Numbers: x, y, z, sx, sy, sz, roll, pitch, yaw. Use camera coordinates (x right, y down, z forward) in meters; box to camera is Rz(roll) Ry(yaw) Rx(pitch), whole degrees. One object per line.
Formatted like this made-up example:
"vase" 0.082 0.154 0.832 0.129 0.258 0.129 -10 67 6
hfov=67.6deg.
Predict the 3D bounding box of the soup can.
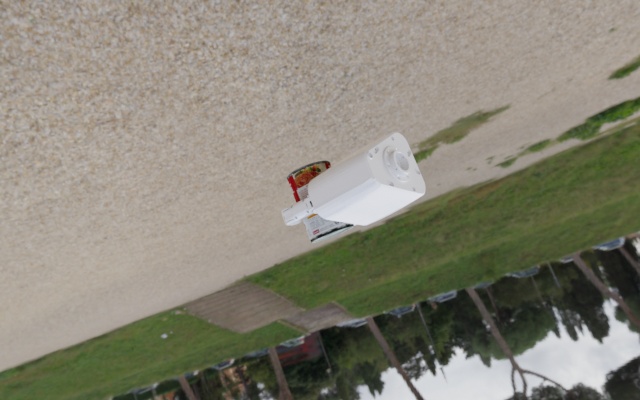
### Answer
"soup can" 0.000 0.003 0.690 0.068 0.102 0.068 -20 -9 -4
